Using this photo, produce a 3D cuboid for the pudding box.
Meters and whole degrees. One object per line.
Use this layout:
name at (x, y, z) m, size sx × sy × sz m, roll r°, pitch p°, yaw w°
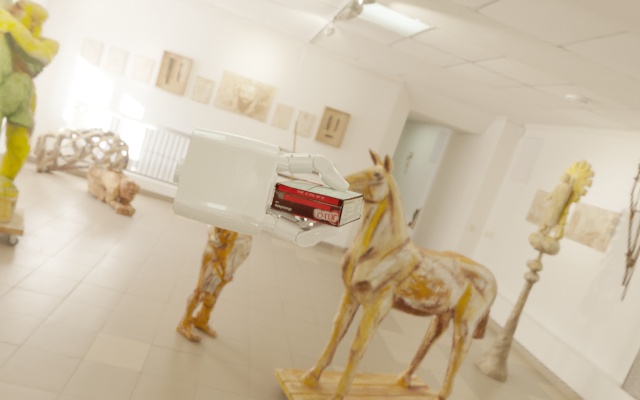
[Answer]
pudding box at (0.000, 0.002, 0.610) m, size 0.090 × 0.039 × 0.113 m, roll 16°, pitch 10°, yaw 17°
